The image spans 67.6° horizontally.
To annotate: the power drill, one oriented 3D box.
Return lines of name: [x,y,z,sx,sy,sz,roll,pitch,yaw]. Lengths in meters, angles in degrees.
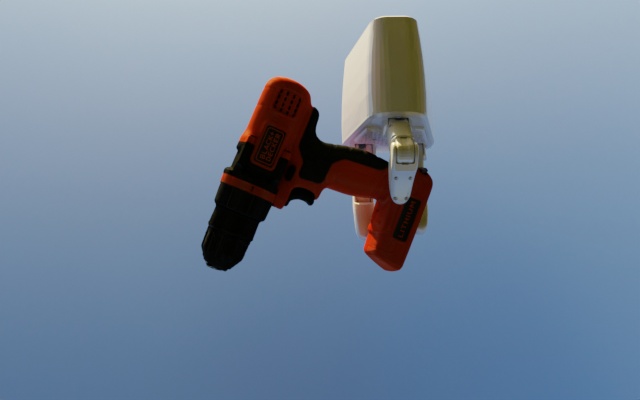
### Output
power drill: [0.001,0.001,0.451,0.188,0.184,0.057,23,-2,-17]
